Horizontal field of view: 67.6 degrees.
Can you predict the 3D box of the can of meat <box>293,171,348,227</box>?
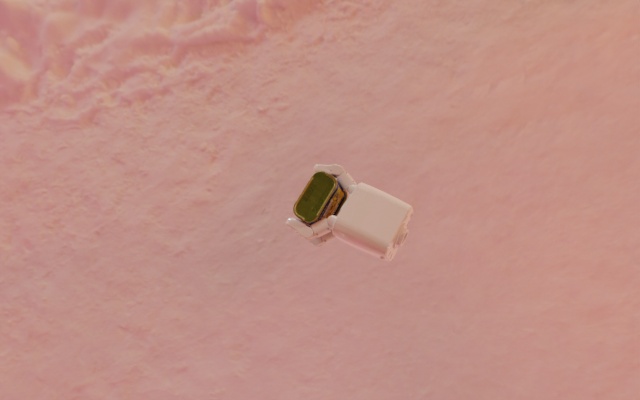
[{"bbox_3d":[0.000,0.003,0.888,0.057,0.102,0.084,29,-6,20],"label":"can of meat"}]
